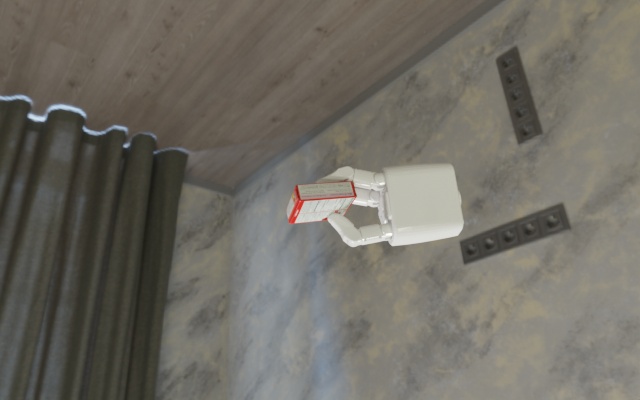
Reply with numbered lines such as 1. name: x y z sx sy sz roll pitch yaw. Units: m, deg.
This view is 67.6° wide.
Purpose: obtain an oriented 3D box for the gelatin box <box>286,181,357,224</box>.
1. gelatin box: 0.000 0.003 0.701 0.089 0.030 0.073 -5 -26 -19
